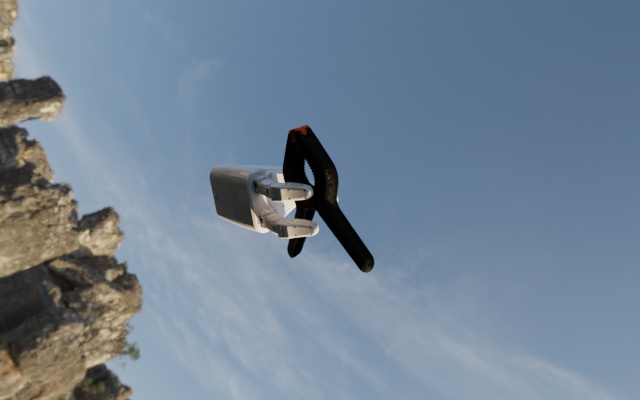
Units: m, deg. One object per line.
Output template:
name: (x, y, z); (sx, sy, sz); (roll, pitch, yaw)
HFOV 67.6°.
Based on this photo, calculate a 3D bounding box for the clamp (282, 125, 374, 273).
clamp: (0.000, 0.001, 0.662); (0.164, 0.210, 0.036); (12, 28, 42)
